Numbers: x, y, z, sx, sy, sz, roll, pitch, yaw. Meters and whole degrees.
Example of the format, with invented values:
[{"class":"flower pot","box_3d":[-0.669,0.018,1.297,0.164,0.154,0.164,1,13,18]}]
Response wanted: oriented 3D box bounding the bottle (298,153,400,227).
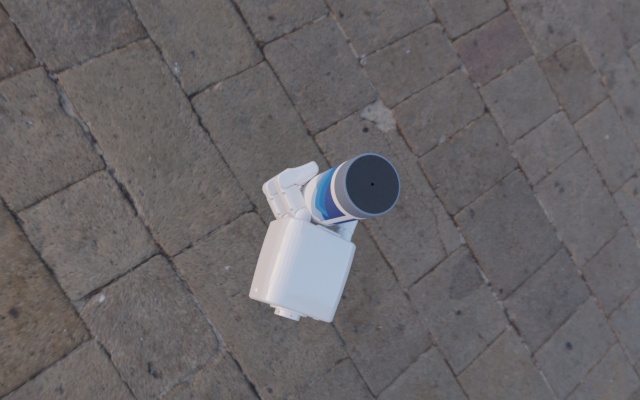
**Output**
[{"class":"bottle","box_3d":[0.000,0.002,0.627,0.069,0.069,0.296,0,-7,-22]}]
